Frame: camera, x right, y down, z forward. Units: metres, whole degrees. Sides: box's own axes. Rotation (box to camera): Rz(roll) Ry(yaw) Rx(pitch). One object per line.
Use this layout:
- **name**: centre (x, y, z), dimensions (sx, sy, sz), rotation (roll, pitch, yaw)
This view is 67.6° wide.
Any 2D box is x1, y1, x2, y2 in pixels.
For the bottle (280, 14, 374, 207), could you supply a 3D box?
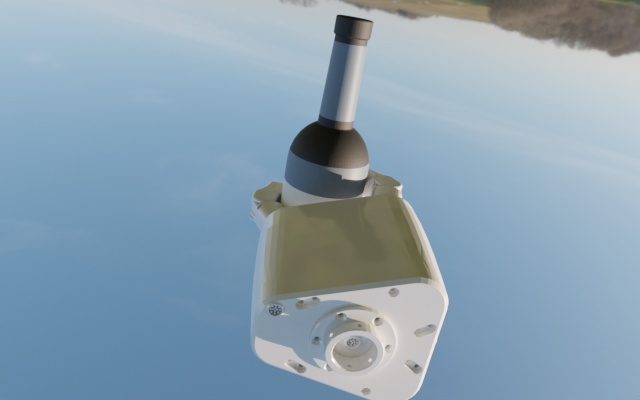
- **bottle**: centre (0.000, 0.002, 0.402), dimensions (0.069, 0.296, 0.069), rotation (9, 24, -4)
